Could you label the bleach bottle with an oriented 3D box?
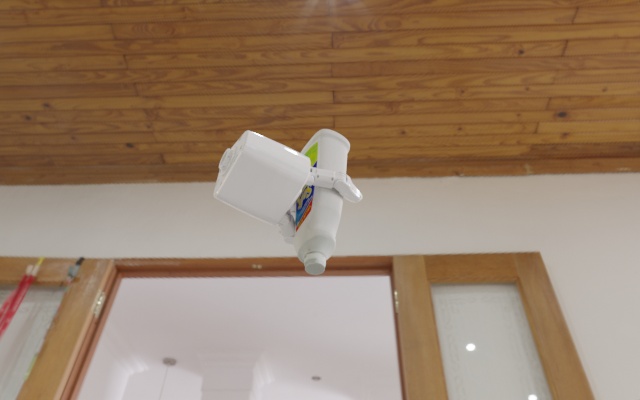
[{"bbox_3d":[0.000,0.003,0.755,0.068,0.250,0.103,25,-49,-22],"label":"bleach bottle"}]
